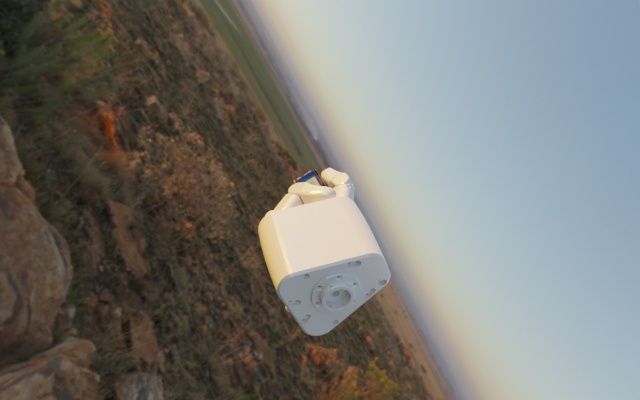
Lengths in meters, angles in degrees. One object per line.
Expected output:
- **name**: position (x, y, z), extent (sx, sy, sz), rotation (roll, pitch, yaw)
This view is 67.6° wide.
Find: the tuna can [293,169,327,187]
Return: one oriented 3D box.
- **tuna can**: position (0.001, 0.002, 0.625), extent (0.034, 0.086, 0.086), rotation (-31, 0, 0)
